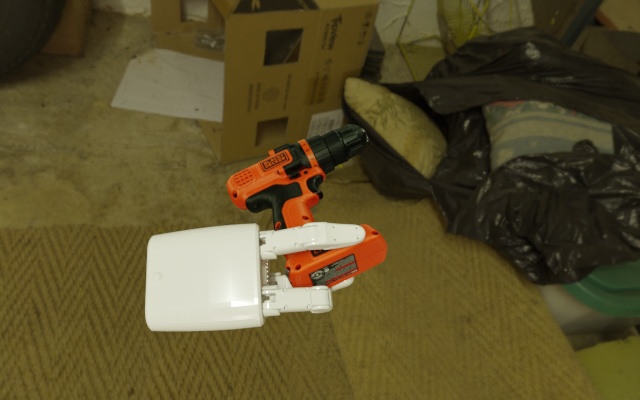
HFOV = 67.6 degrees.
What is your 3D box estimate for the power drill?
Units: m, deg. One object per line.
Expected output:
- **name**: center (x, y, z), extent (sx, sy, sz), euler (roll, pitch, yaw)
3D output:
- **power drill**: center (0.000, 0.002, 0.543), extent (0.184, 0.187, 0.057), euler (-27, -41, -4)
